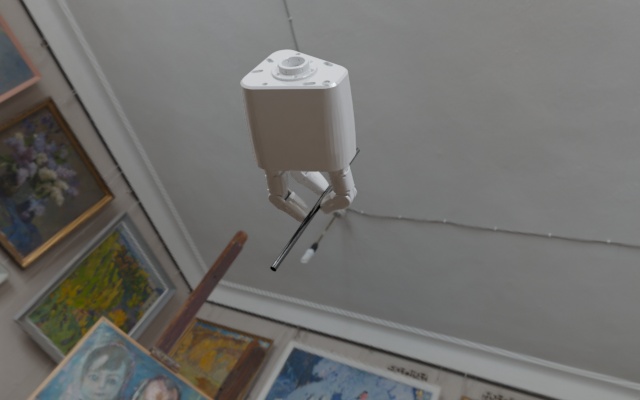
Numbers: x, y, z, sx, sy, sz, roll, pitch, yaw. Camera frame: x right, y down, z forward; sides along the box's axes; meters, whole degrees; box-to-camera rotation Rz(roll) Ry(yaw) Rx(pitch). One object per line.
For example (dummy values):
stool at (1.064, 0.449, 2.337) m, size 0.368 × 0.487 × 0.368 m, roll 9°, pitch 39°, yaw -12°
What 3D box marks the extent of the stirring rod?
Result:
stirring rod at (0.000, 0.002, 0.614) m, size 0.011 × 0.011 × 0.239 m, roll 0°, pitch 39°, yaw 35°
